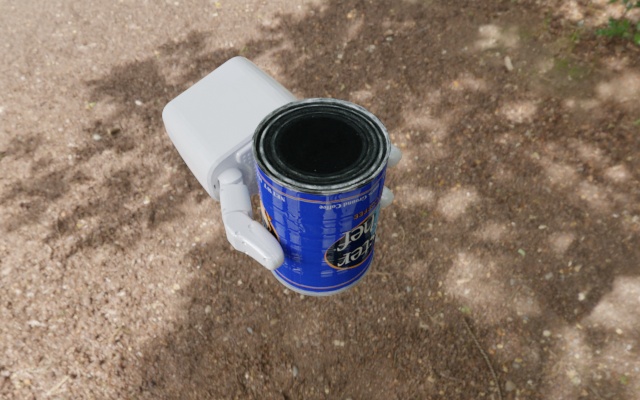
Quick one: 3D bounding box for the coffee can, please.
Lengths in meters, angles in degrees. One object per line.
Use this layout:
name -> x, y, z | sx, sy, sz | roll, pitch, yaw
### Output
coffee can -> 0.000, 0.002, 0.402 | 0.103, 0.102, 0.140 | 0, -40, -1
